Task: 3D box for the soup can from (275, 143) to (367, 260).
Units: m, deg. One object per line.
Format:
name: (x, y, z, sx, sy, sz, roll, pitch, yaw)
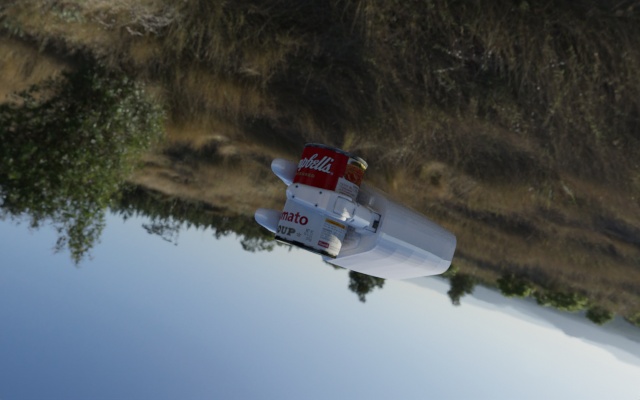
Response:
soup can: (0.000, 0.002, 0.486, 0.068, 0.102, 0.068, 18, -7, 2)
